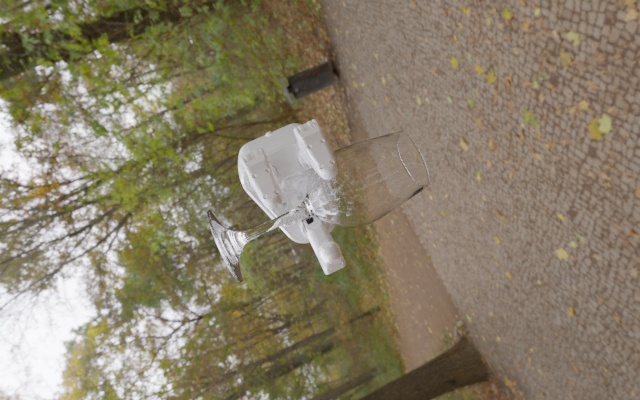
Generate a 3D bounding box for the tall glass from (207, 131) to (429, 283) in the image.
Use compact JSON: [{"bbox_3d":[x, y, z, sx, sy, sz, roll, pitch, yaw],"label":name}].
[{"bbox_3d":[0.000,0.002,0.456,0.201,0.079,0.079,-25,2,-5],"label":"tall glass"}]
